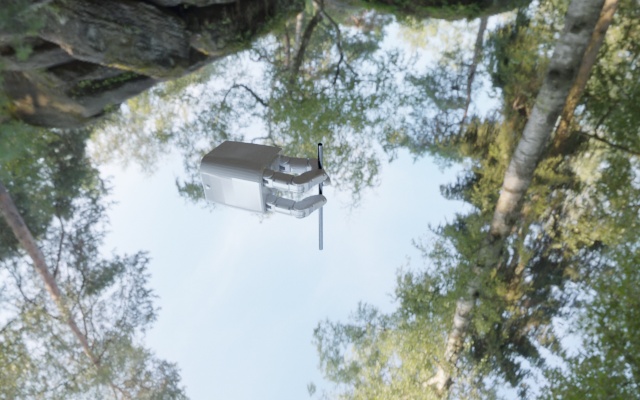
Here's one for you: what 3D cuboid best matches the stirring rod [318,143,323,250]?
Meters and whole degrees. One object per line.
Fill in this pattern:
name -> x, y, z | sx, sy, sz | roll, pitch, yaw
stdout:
stirring rod -> 0.000, 0.002, 0.799 | 0.011, 0.240, 0.011 | 0, 44, 0
